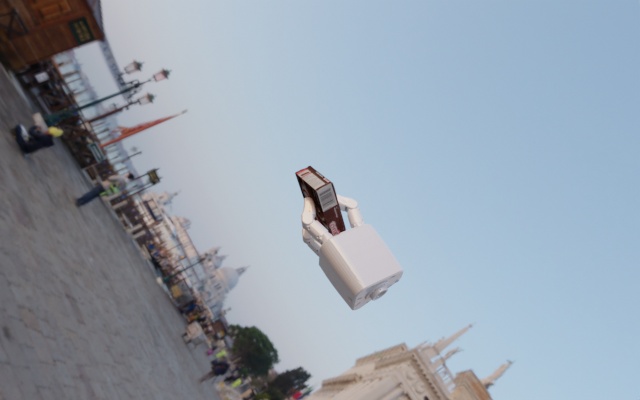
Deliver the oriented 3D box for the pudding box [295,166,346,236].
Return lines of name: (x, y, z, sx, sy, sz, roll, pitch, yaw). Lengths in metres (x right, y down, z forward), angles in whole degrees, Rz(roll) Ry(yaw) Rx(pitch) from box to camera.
pudding box: (0.000, 0.003, 0.880, 0.039, 0.114, 0.090, -27, 34, -17)
